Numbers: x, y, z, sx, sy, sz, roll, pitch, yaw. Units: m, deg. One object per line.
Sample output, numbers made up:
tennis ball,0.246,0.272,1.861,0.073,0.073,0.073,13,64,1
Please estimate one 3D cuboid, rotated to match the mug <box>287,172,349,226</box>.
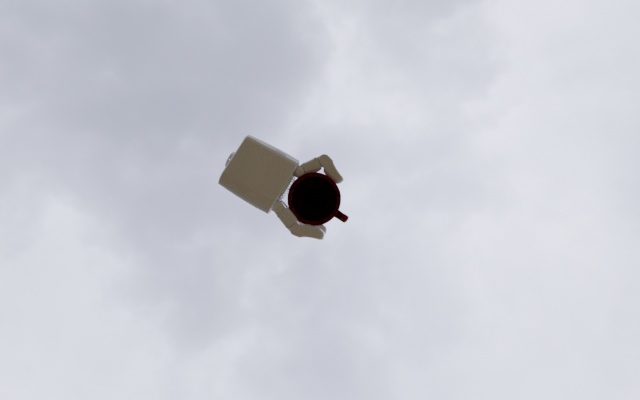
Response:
mug,0.001,0.003,0.864,0.117,0.093,0.081,31,2,0
